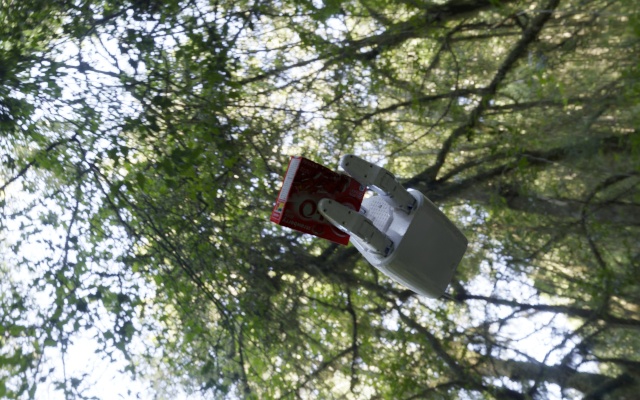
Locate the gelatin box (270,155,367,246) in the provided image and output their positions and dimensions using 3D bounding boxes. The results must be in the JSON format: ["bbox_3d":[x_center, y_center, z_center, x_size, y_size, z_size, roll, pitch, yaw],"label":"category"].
[{"bbox_3d":[0.000,0.001,0.505,0.089,0.073,0.030,20,-2,-28],"label":"gelatin box"}]
